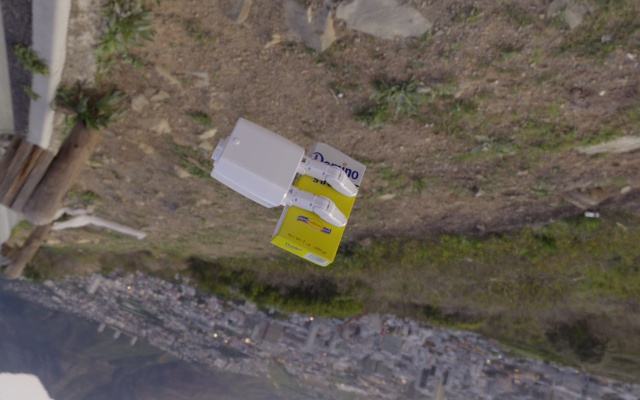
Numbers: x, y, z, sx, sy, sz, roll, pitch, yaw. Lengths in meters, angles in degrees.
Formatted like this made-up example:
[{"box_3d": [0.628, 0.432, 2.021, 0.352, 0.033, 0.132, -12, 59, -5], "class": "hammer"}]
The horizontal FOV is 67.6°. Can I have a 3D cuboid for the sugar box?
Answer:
[{"box_3d": [0.000, 0.002, 0.730, 0.093, 0.176, 0.048, 27, -25, -12], "class": "sugar box"}]
